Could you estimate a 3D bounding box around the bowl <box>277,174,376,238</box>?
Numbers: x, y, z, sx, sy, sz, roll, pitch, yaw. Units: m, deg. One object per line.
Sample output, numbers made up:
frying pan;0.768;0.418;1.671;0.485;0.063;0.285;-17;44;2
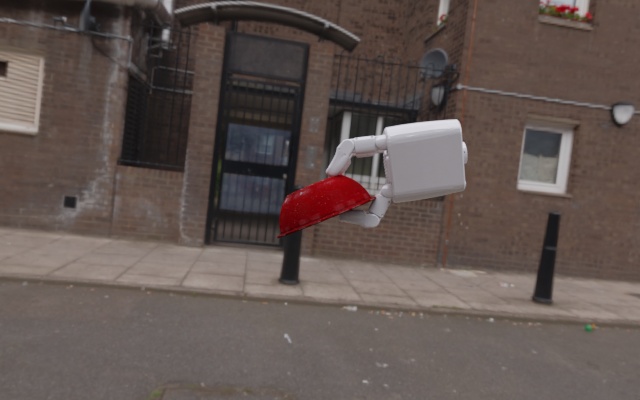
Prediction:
bowl;-0.001;0.002;0.722;0.162;0.055;0.162;-23;-1;0
